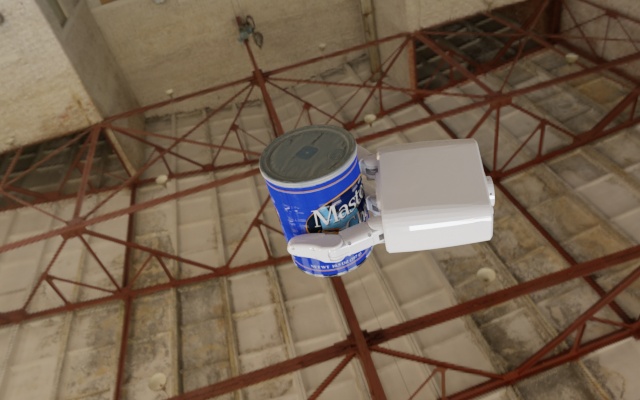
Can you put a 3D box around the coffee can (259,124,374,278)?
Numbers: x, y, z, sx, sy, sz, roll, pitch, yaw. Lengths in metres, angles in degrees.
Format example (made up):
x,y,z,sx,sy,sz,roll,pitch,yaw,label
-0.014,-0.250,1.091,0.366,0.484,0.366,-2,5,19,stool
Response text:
x,y,z,sx,sy,sz,roll,pitch,yaw,label
0.000,0.002,0.534,0.103,0.140,0.102,-9,40,7,coffee can
